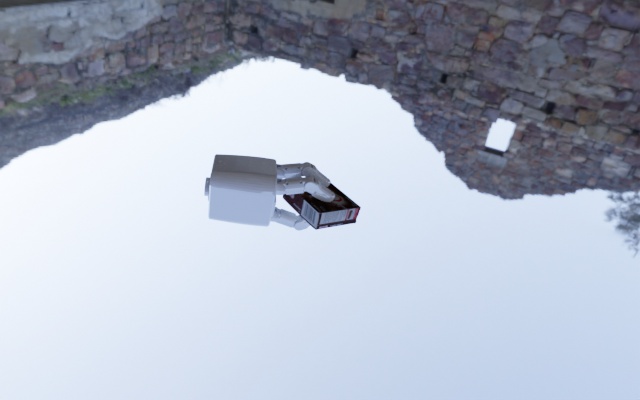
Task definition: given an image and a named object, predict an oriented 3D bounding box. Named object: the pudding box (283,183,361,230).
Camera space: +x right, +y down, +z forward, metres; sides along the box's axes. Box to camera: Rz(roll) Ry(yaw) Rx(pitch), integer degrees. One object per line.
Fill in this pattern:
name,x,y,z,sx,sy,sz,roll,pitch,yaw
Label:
pudding box,0.000,0.003,0.832,0.090,0.039,0.113,-8,37,-35
